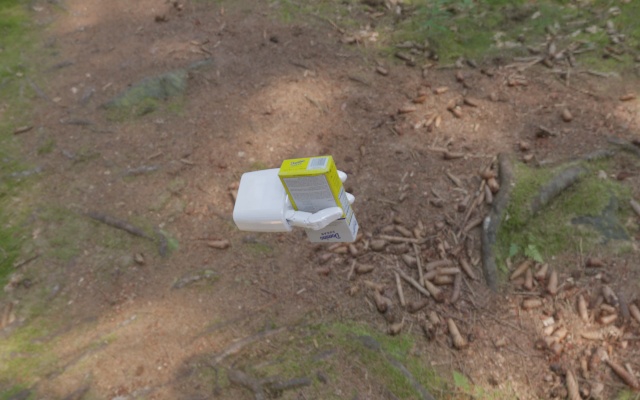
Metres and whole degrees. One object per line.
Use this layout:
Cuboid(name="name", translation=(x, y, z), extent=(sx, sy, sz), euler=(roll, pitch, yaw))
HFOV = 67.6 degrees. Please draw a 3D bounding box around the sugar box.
Cuboid(name="sugar box", translation=(0.000, 0.002, 0.854), extent=(0.093, 0.048, 0.176), euler=(-2, -44, 23))
